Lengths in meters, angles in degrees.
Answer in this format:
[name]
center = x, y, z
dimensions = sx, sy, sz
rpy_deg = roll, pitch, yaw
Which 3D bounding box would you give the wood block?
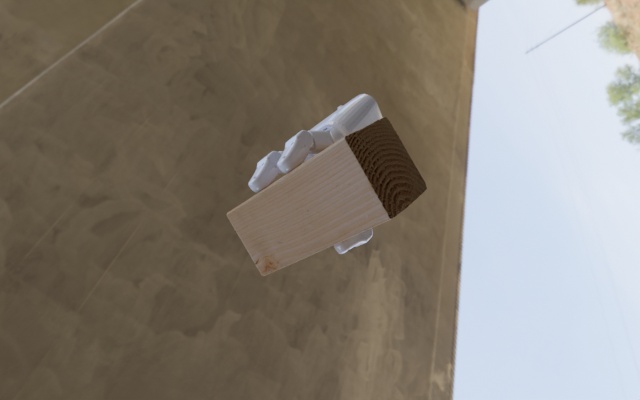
[wood block]
center = 0.000, 0.002, 0.538
dimensions = 0.206, 0.091, 0.090
rpy_deg = -29, 2, 42
